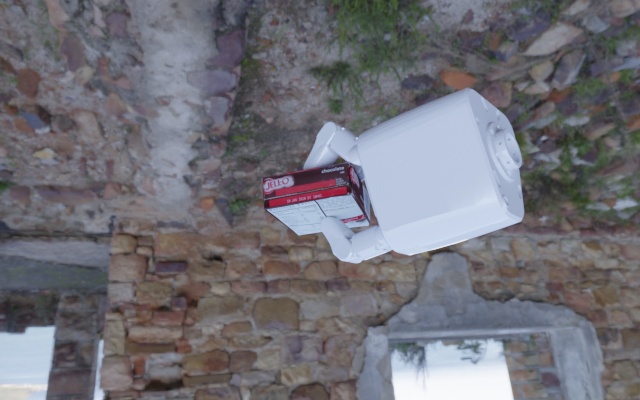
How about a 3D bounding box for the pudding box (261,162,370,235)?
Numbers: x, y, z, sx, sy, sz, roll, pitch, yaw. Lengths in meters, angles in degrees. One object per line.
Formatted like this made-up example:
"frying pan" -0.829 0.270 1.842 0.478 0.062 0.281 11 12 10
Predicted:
"pudding box" 0.000 0.002 0.498 0.090 0.039 0.113 -9 -21 13
